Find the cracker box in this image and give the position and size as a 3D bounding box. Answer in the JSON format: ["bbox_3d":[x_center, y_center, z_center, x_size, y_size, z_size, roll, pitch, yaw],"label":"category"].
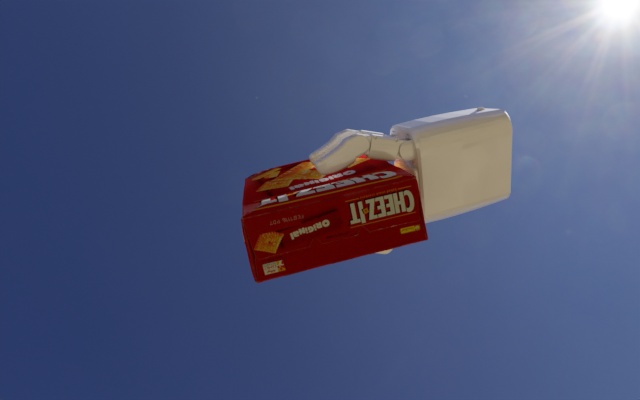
[{"bbox_3d":[0.000,0.002,0.523,0.164,0.072,0.213,-14,14,-5],"label":"cracker box"}]
